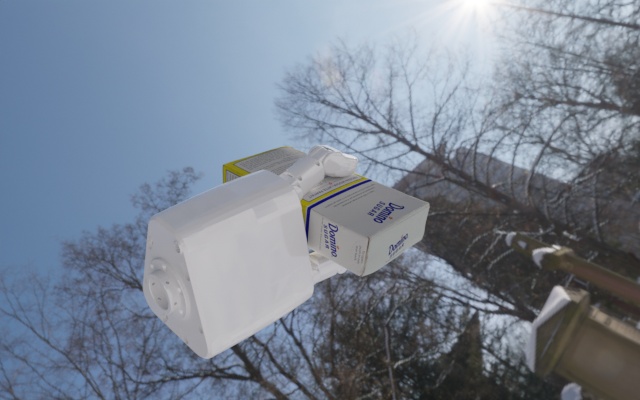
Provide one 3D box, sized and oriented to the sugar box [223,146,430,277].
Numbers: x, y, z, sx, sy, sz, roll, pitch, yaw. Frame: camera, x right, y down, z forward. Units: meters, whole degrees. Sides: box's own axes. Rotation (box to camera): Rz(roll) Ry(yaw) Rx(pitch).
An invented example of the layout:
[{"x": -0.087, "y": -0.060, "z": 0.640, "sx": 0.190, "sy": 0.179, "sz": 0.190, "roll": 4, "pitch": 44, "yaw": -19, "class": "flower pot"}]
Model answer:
[{"x": 0.000, "y": 0.002, "z": 0.445, "sx": 0.176, "sy": 0.048, "sz": 0.093, "roll": 28, "pitch": 35, "yaw": 33, "class": "sugar box"}]
